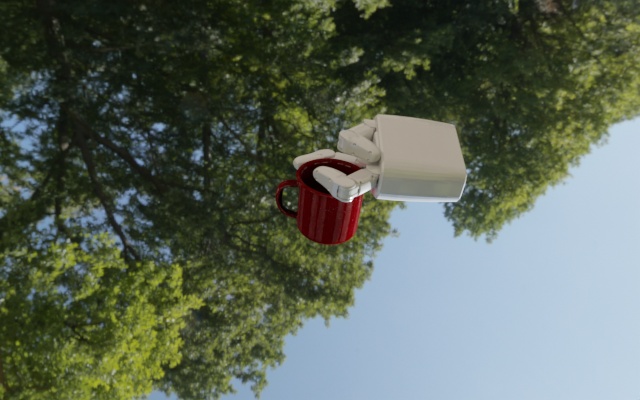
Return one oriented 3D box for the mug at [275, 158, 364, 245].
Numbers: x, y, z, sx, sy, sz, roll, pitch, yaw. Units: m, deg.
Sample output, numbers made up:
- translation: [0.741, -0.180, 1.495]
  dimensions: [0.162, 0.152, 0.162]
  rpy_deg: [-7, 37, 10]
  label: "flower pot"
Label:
- translation: [-0.001, 0.002, 0.619]
  dimensions: [0.117, 0.082, 0.093]
  rpy_deg: [4, 34, -4]
  label: "mug"
